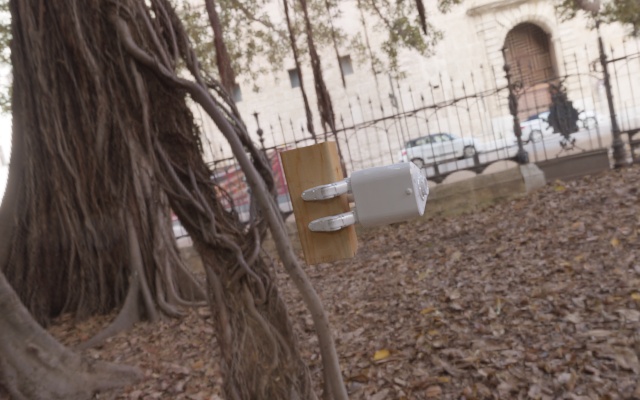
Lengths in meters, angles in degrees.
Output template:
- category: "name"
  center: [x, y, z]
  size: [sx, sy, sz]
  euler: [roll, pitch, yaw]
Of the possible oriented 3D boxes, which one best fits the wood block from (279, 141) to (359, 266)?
- category: "wood block"
  center: [0.001, 0.003, 0.869]
  size: [0.090, 0.206, 0.091]
  euler: [-12, 5, 12]
